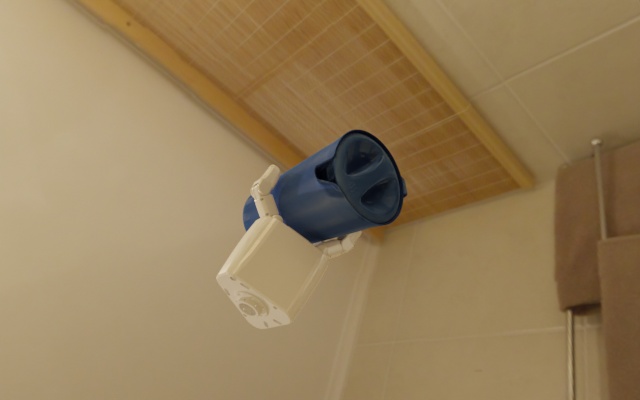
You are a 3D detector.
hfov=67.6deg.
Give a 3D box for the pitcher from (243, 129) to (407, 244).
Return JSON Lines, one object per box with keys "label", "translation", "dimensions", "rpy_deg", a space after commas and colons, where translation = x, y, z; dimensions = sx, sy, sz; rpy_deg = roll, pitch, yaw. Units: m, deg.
{"label": "pitcher", "translation": [0.000, 0.002, 0.715], "dimensions": [0.243, 0.149, 0.145], "rpy_deg": [-23, 25, 44]}
